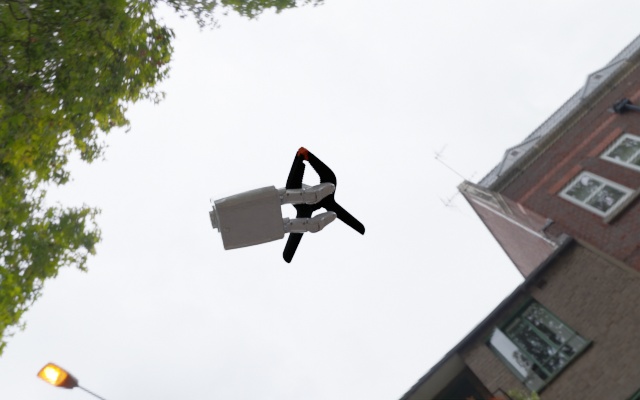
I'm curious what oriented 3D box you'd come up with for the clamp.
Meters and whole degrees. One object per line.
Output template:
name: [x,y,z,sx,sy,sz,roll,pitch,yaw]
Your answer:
clamp: [0.000,0.002,0.849,0.164,0.210,0.036,-14,26,-17]
